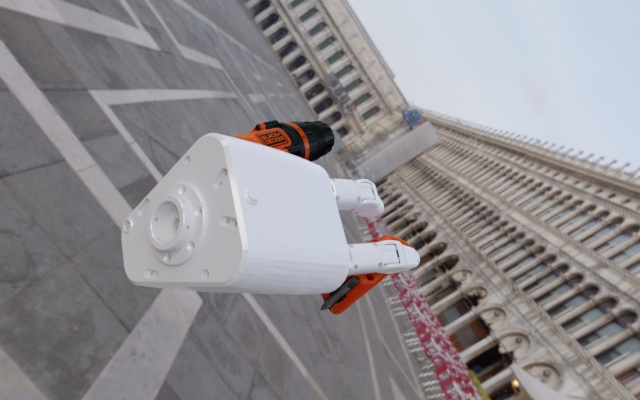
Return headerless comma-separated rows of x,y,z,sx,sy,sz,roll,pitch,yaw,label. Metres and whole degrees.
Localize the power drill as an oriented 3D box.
0.000,0.002,0.456,0.184,0.187,0.057,-26,-20,-51,power drill
